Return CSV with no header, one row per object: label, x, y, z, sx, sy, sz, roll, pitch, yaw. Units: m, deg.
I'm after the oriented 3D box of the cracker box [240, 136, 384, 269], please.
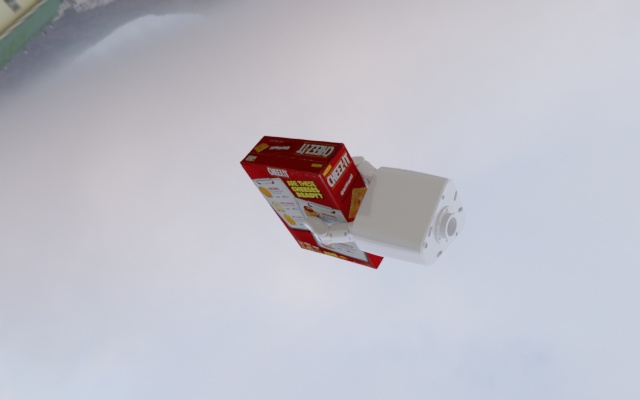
cracker box,0.000,0.003,0.732,0.164,0.072,0.214,11,-35,40
